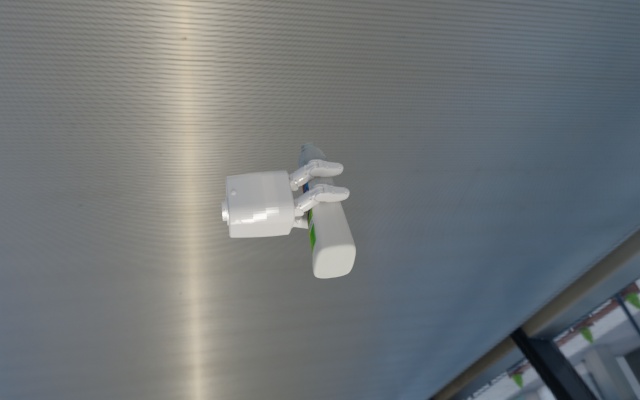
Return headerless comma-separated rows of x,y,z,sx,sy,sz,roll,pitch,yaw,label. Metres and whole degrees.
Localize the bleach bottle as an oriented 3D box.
0.000,0.003,0.840,0.068,0.250,0.103,-6,-37,-11,bleach bottle
